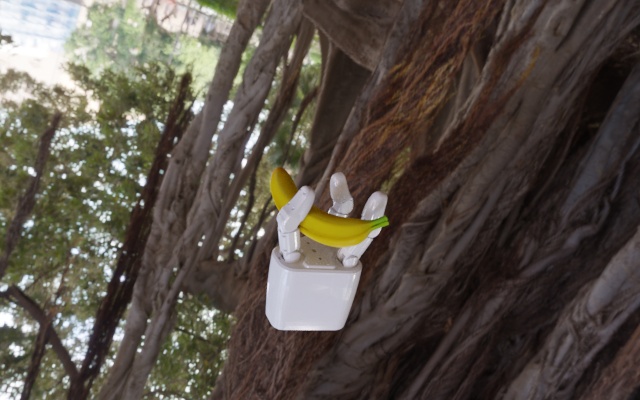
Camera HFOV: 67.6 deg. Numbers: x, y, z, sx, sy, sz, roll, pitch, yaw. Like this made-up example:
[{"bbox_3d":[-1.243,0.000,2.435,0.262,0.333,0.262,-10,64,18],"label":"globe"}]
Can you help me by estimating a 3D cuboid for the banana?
[{"bbox_3d":[-0.010,0.013,0.611,0.197,0.037,0.069,28,50,35],"label":"banana"}]
